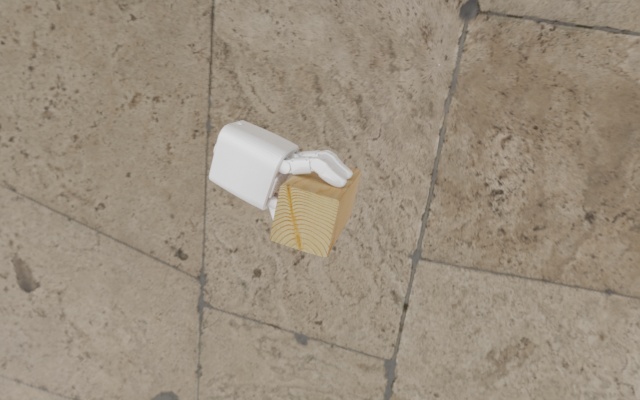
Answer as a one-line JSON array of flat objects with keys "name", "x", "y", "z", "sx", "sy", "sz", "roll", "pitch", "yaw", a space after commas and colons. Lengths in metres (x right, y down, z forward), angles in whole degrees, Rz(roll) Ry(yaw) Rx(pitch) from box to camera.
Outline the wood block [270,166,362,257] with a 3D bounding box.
[{"name": "wood block", "x": 0.000, "y": 0.003, "z": 0.767, "sx": 0.090, "sy": 0.091, "sz": 0.206, "roll": 16, "pitch": 19, "yaw": 9}]
